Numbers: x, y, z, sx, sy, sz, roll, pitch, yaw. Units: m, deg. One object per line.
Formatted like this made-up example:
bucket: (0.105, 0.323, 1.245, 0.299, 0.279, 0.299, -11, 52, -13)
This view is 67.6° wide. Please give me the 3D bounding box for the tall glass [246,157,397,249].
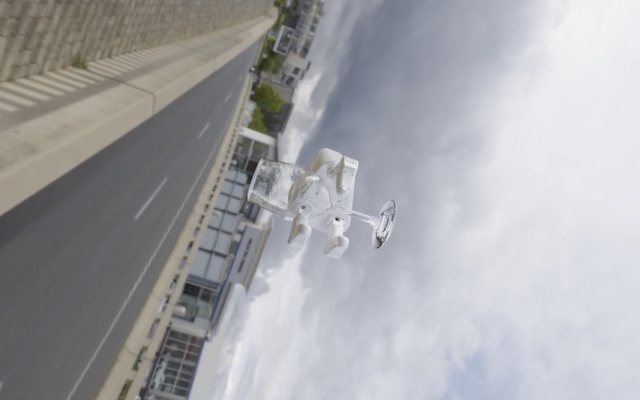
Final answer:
tall glass: (0.001, 0.002, 0.672, 0.201, 0.079, 0.079, 19, -4, -11)
